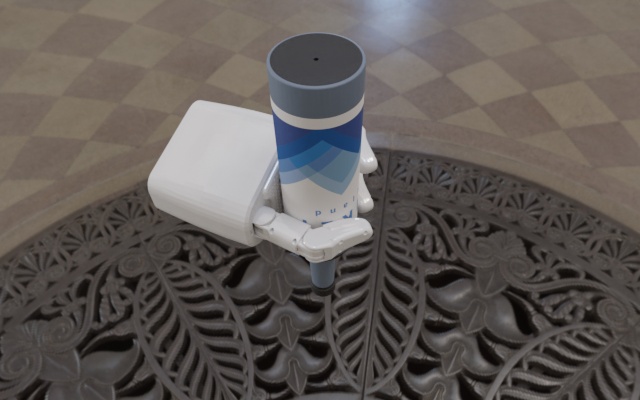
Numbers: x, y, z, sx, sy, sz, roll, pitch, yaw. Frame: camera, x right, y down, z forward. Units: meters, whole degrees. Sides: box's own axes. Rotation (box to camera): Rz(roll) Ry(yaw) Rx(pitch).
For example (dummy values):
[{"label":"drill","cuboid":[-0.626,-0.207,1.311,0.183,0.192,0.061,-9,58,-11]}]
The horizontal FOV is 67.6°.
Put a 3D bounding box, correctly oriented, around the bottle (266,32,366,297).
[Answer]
[{"label":"bottle","cuboid":[0.000,0.001,0.428,0.069,0.069,0.296,0,-41,2]}]
